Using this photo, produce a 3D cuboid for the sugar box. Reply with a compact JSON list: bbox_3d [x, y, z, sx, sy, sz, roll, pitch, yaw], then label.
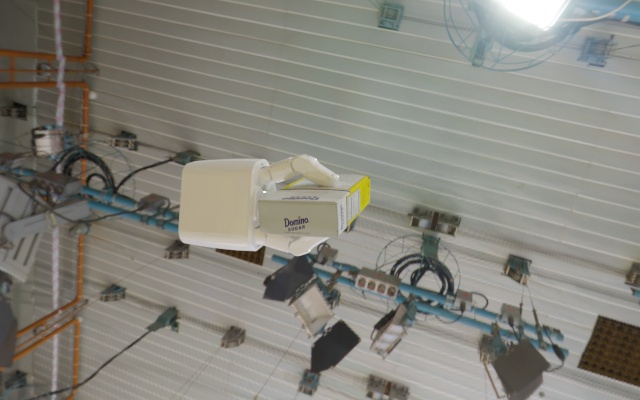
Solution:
[{"bbox_3d":[0.000,0.002,0.594,0.093,0.048,0.176,2,15,18],"label":"sugar box"}]
